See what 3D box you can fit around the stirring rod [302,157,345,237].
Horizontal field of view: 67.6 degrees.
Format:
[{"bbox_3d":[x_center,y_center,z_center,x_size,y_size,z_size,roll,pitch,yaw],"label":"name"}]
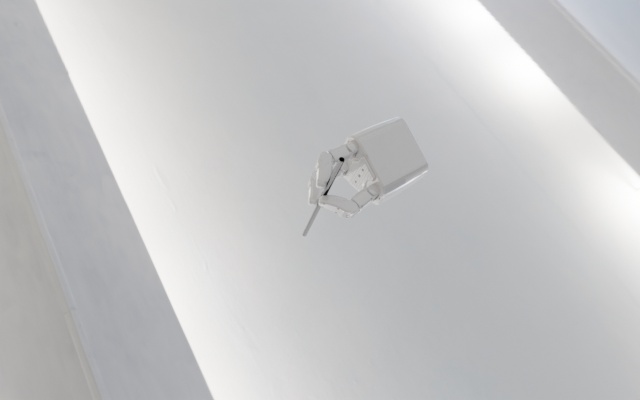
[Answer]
[{"bbox_3d":[0.000,0.002,0.744,0.011,0.011,0.240,0,-29,-16],"label":"stirring rod"}]
